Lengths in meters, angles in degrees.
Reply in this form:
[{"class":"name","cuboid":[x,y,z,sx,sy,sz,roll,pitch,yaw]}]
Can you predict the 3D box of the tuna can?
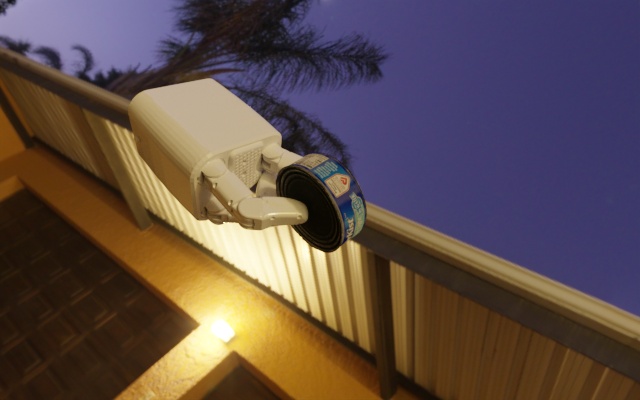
[{"class":"tuna can","cuboid":[0.001,0.001,0.424,0.033,0.086,0.086,-32,18,-31]}]
